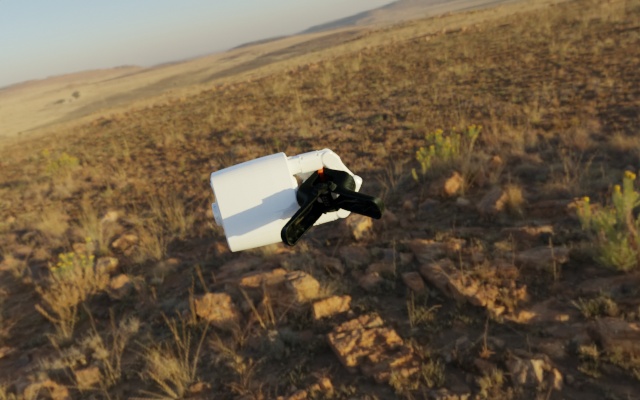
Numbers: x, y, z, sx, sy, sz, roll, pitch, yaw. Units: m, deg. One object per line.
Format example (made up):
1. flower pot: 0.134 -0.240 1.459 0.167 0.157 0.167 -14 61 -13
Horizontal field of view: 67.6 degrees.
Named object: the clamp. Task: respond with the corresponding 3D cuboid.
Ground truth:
1. clamp: 0.000 0.001 0.593 0.120 0.039 0.171 -16 20 -7
